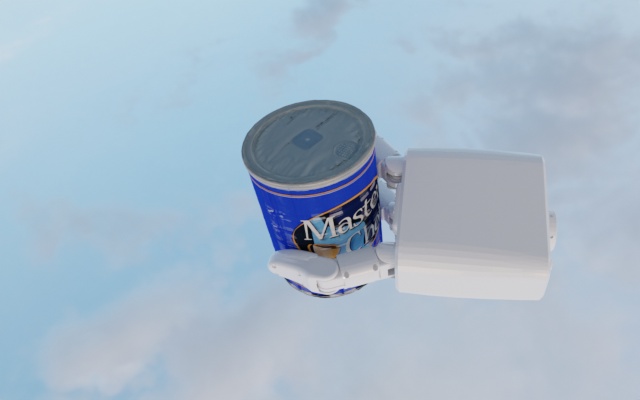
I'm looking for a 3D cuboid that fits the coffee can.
[{"bbox_3d":[0.000,0.001,0.409,0.103,0.102,0.140,0,-44,12],"label":"coffee can"}]
